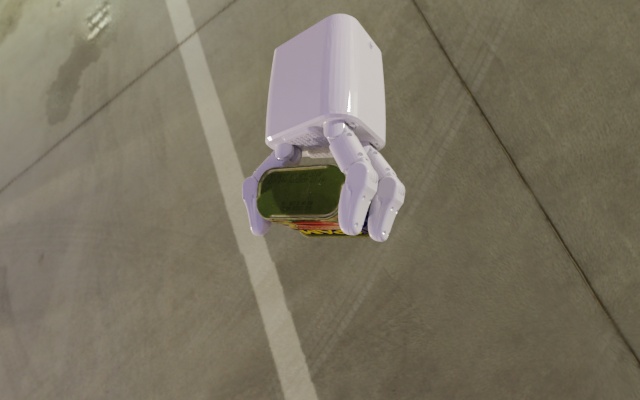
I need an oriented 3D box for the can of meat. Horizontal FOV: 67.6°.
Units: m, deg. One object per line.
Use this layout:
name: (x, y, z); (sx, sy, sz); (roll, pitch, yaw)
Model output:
can of meat: (0.000, 0.002, 0.466); (0.102, 0.057, 0.084); (-2, -15, 30)
